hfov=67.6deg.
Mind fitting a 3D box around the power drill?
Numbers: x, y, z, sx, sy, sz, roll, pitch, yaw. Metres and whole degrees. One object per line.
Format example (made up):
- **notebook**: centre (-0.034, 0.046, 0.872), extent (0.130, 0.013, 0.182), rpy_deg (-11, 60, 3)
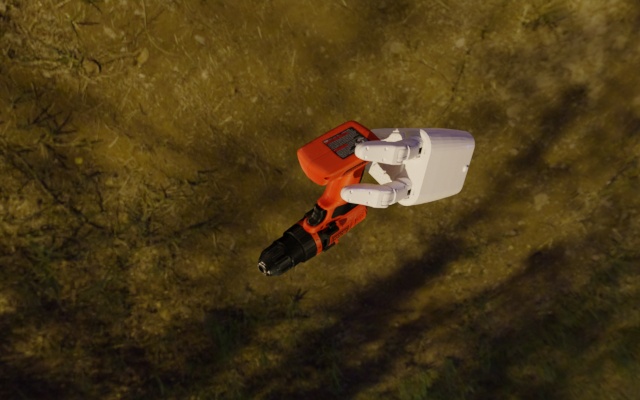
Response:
- **power drill**: centre (0.000, 0.002, 0.600), extent (0.184, 0.057, 0.188), rpy_deg (-34, -25, -32)
